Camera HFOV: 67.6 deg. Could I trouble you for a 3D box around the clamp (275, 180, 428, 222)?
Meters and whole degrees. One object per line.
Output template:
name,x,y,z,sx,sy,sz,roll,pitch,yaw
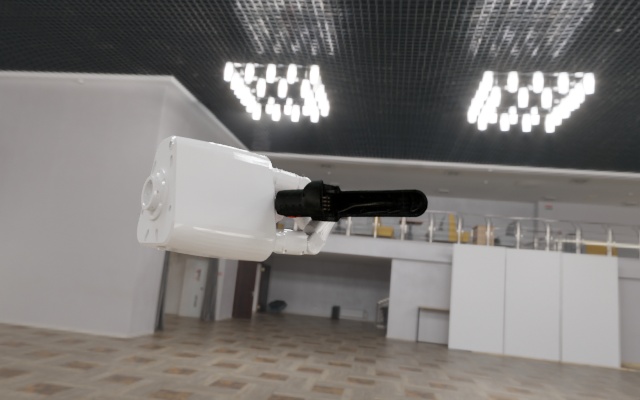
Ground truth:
clamp,0.000,0.001,0.452,0.120,0.039,0.171,13,-12,-38
